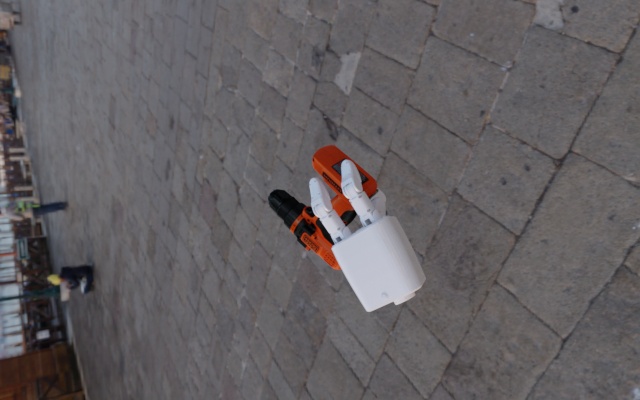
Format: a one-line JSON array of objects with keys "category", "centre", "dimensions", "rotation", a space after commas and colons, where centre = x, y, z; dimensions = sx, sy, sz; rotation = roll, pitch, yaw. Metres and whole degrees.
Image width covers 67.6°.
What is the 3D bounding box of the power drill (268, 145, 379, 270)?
[{"category": "power drill", "centre": [0.000, 0.002, 0.769], "dimensions": [0.057, 0.184, 0.188], "rotation": [-37, -19, -39]}]
